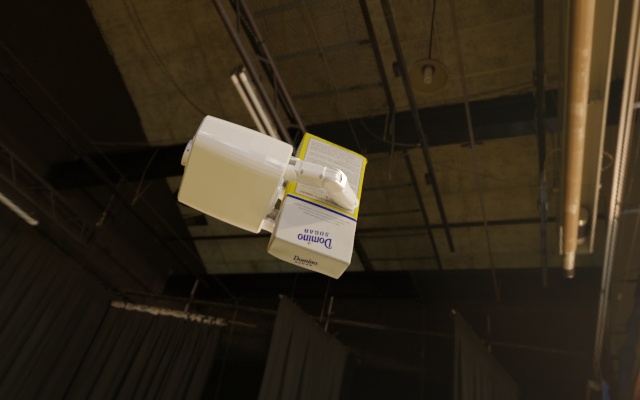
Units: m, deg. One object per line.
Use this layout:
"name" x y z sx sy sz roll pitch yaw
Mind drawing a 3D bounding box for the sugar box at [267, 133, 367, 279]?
"sugar box" 0.000 0.002 0.595 0.093 0.176 0.048 21 -39 -8
